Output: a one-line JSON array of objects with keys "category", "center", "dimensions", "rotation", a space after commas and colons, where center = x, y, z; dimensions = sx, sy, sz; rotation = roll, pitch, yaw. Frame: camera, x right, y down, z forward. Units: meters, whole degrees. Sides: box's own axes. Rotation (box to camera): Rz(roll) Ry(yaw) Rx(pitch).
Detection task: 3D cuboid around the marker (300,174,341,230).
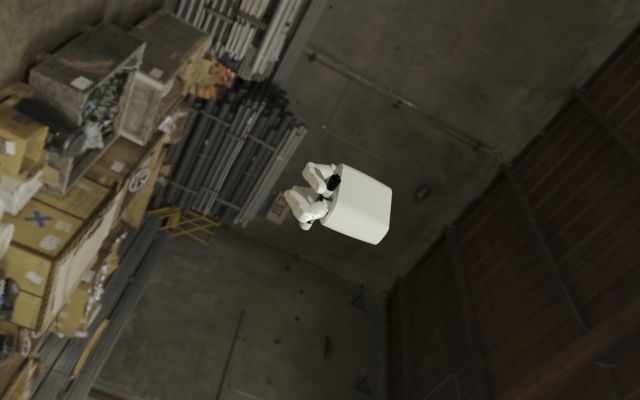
[{"category": "marker", "center": [0.000, 0.003, 0.795], "dimensions": [0.020, 0.020, 0.121], "rotation": [0, -44, -40]}]
